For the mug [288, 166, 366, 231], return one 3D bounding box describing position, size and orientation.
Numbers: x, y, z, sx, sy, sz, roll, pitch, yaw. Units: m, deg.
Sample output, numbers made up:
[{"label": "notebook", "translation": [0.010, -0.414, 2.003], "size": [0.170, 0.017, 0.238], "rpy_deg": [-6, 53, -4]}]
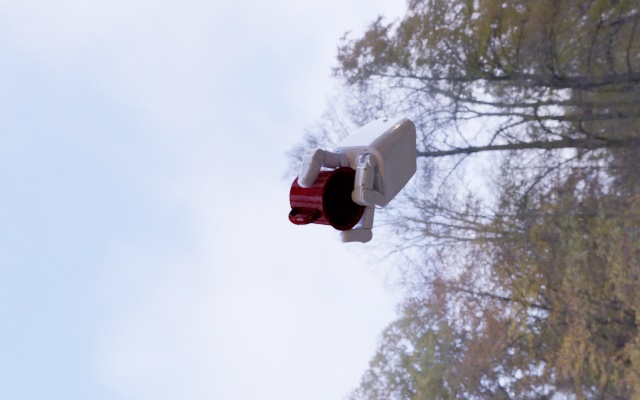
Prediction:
[{"label": "mug", "translation": [-0.001, 0.003, 0.702], "size": [0.081, 0.093, 0.117], "rpy_deg": [3, 34, 46]}]
